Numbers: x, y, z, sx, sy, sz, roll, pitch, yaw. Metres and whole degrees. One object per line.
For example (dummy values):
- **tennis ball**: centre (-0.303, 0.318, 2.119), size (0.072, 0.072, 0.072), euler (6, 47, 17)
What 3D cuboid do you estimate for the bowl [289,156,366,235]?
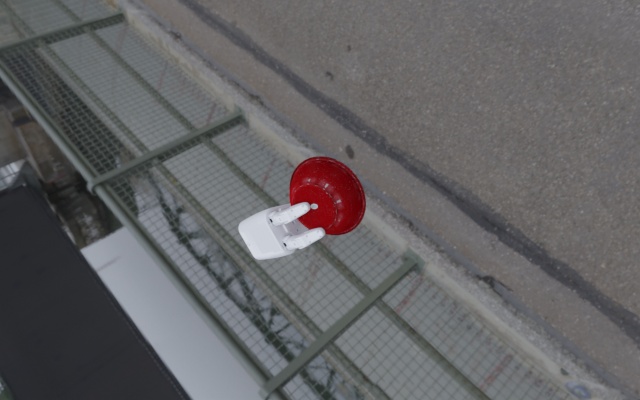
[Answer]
- **bowl**: centre (0.001, 0.002, 0.882), size (0.162, 0.162, 0.055), euler (0, 23, 29)
